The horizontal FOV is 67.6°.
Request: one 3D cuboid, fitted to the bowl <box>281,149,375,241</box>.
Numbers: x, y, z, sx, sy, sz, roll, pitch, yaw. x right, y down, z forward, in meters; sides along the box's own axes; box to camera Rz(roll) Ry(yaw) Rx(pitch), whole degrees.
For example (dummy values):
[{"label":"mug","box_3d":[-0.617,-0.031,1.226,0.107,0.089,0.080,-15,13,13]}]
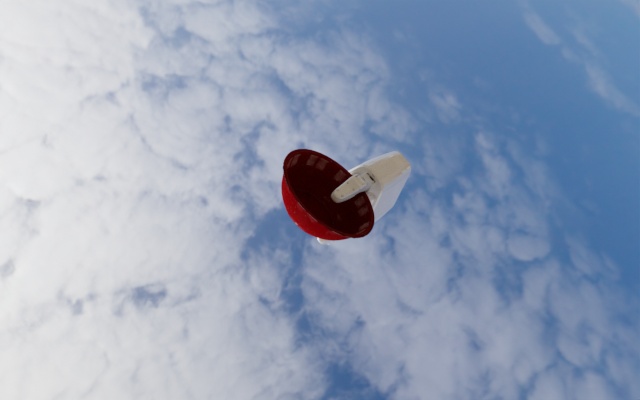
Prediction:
[{"label":"bowl","box_3d":[-0.001,0.003,0.693,0.162,0.162,0.055,0,-38,-48]}]
